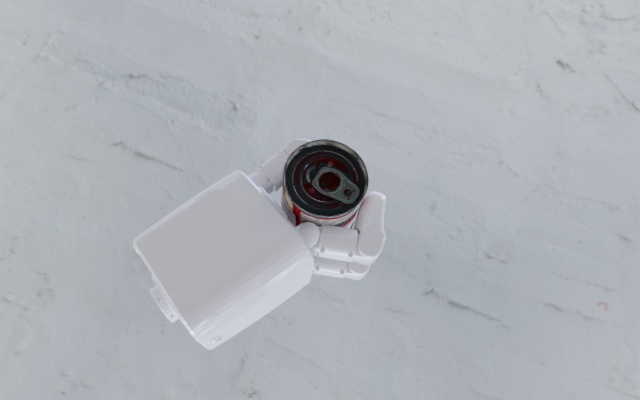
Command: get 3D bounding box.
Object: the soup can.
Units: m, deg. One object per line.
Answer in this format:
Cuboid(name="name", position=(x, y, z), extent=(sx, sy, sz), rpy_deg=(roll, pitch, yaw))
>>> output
Cuboid(name="soup can", position=(0.000, 0.001, 0.419), extent=(0.068, 0.068, 0.102), rpy_deg=(0, -23, -5))
